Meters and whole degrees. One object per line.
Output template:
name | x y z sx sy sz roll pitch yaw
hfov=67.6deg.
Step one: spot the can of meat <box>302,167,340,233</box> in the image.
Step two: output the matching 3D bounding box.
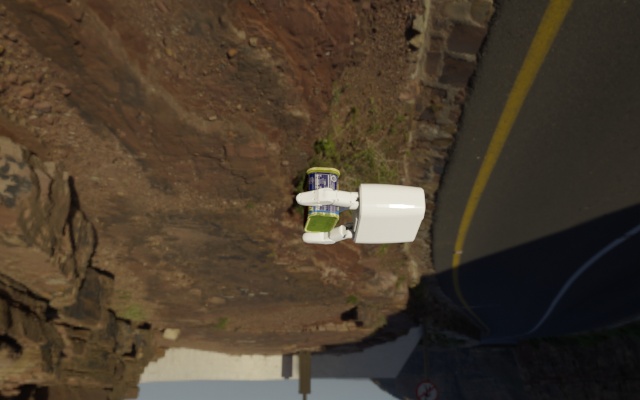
can of meat | 0.000 0.003 0.820 0.057 0.084 0.102 2 -21 -7
